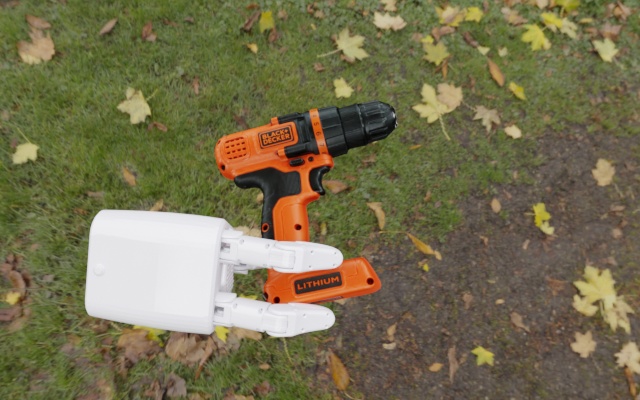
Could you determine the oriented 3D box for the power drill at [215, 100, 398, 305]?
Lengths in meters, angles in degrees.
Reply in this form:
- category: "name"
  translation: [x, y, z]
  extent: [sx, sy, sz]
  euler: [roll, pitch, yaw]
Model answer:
- category: "power drill"
  translation: [0.000, 0.002, 0.460]
  extent: [0.184, 0.187, 0.057]
  euler: [-14, -17, 5]
